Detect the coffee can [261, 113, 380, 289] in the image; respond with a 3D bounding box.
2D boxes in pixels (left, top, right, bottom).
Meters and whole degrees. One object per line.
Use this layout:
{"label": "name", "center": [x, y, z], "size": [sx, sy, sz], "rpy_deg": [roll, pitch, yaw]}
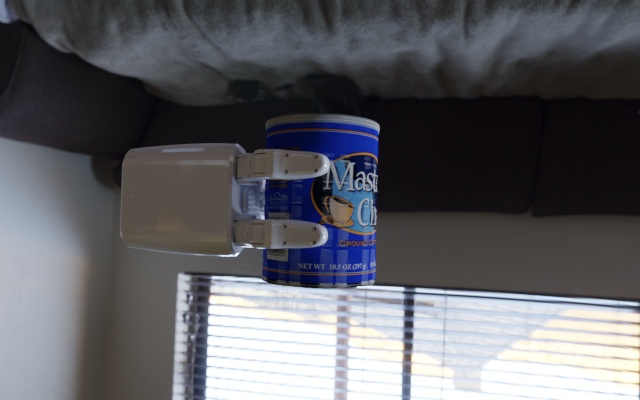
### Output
{"label": "coffee can", "center": [0.000, 0.001, 0.430], "size": [0.103, 0.140, 0.103], "rpy_deg": [1, -2, 0]}
